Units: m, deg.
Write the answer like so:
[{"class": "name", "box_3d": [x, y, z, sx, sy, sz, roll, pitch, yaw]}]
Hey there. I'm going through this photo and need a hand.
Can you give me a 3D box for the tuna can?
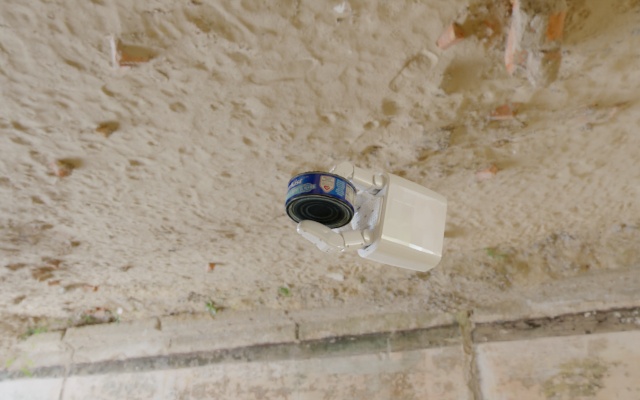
[{"class": "tuna can", "box_3d": [0.000, 0.002, 0.579, 0.086, 0.033, 0.086, 5, -31, 3]}]
